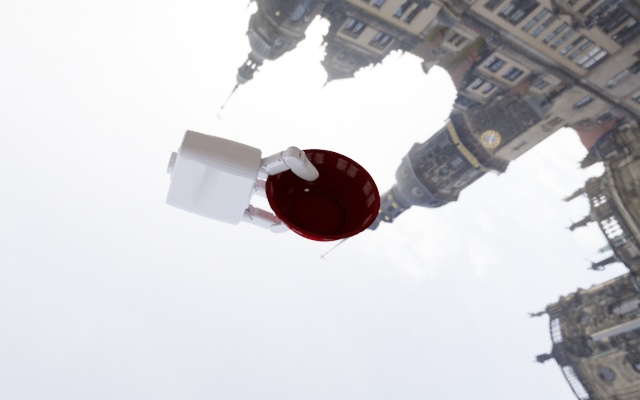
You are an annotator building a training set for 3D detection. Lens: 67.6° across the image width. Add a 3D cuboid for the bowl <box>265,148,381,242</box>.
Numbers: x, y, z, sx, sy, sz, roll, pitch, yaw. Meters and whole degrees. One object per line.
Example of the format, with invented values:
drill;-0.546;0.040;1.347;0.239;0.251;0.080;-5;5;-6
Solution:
bowl;0.001;0.003;0.674;0.162;0.162;0.055;0;-38;-13
